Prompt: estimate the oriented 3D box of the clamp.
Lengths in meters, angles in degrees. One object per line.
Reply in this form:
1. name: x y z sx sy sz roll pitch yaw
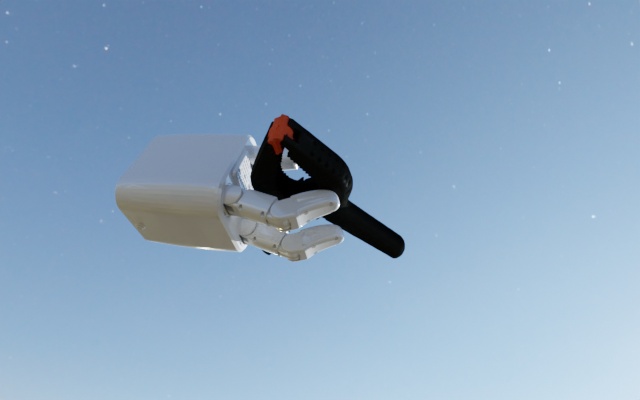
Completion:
1. clamp: 0.000 0.001 0.462 0.164 0.036 0.210 3 -34 10
